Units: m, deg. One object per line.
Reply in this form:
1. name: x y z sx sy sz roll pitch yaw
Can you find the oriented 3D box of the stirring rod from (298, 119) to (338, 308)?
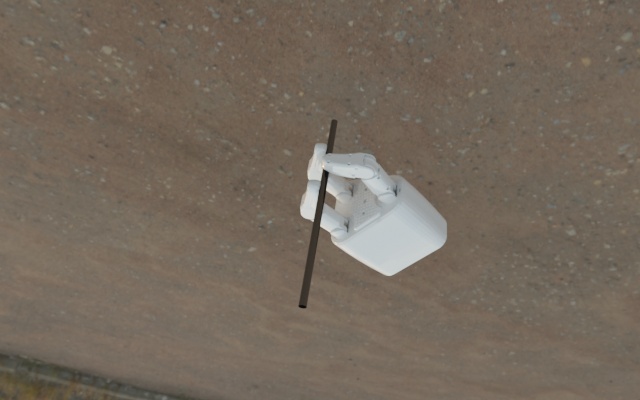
1. stirring rod: 0.000 0.002 0.515 0.011 0.239 0.011 7 -34 5
